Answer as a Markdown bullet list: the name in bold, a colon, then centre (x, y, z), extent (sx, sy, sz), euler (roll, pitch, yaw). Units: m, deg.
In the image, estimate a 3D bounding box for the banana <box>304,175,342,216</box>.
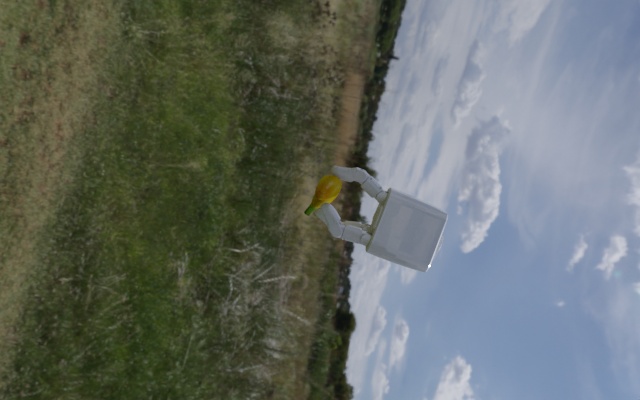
- **banana**: centre (0.009, -0.012, 0.822), extent (0.037, 0.069, 0.198), euler (32, -12, 1)
